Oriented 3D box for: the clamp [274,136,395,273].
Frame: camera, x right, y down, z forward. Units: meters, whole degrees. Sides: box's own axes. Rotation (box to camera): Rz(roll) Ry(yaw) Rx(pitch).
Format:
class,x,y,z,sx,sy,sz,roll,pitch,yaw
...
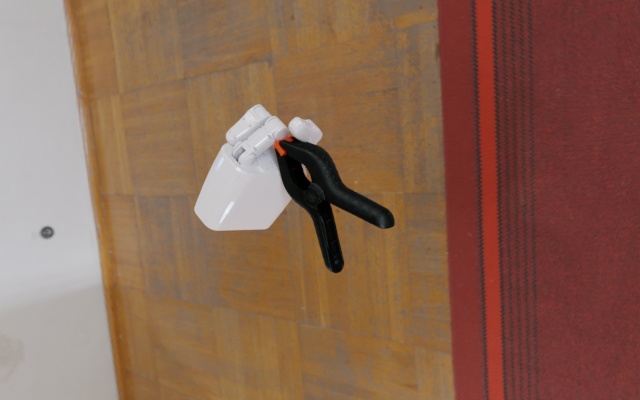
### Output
class,x,y,z,sx,sy,sz,roll,pitch,yaw
clamp,0.000,0.002,0.561,0.039,0.171,0.120,-16,-32,-49
